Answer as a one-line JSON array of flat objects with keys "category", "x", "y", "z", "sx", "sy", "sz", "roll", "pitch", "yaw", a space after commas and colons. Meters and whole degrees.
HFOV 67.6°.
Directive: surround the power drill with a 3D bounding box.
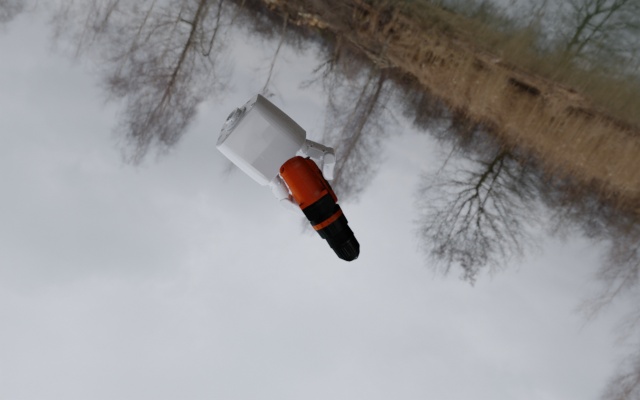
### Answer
[{"category": "power drill", "x": 0.000, "y": 0.002, "z": 0.790, "sx": 0.057, "sy": 0.184, "sz": 0.187, "roll": -32, "pitch": 10, "yaw": 2}]
